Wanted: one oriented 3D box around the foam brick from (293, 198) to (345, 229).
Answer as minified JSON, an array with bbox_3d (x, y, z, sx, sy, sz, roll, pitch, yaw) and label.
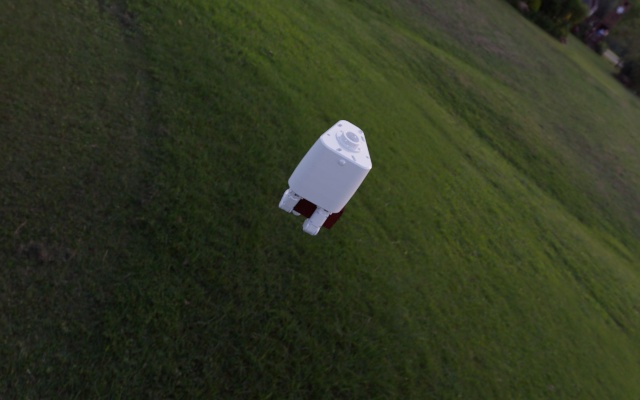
[{"bbox_3d":[0.000,0.003,0.833,0.078,0.051,0.053,29,39,-11],"label":"foam brick"}]
